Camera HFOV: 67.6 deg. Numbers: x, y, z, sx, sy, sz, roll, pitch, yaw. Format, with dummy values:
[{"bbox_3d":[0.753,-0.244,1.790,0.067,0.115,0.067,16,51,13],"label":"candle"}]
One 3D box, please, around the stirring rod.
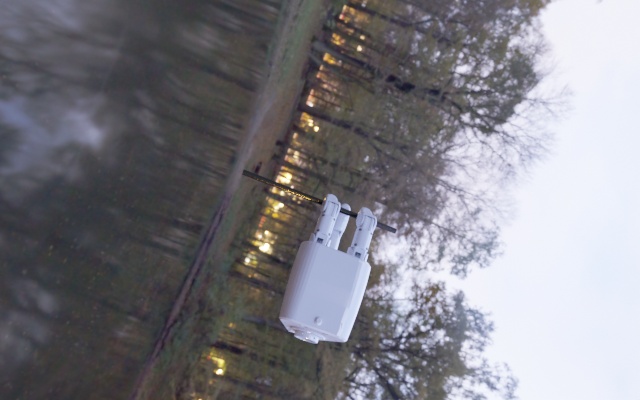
[{"bbox_3d":[0.000,0.002,0.698,0.239,0.011,0.011,21,-2,-6],"label":"stirring rod"}]
